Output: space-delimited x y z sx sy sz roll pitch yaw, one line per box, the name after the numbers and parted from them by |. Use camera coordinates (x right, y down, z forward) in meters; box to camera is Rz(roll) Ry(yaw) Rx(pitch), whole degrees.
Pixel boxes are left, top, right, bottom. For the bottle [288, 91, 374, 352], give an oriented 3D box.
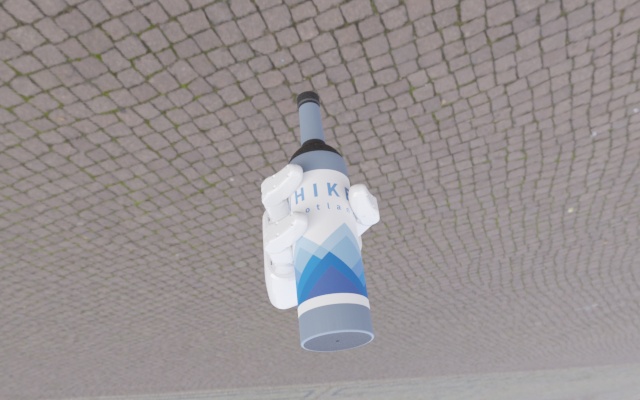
0.000 0.002 0.503 0.069 0.295 0.069 -5 -31 -3 | bottle
